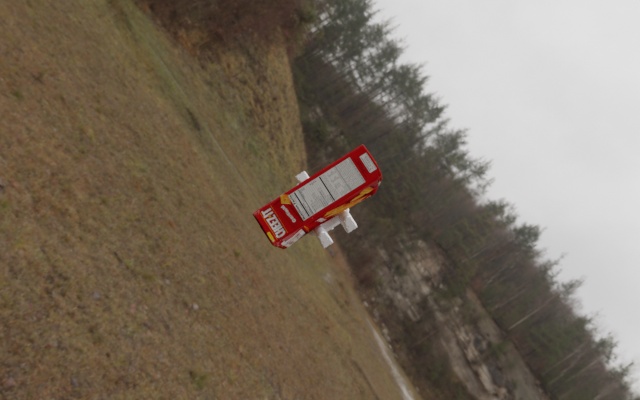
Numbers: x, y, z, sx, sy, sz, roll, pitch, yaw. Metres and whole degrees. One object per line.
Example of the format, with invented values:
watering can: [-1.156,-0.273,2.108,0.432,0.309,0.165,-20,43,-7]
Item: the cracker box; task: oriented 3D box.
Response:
cracker box: [0.000,0.003,0.840,0.213,0.072,0.164,-33,-8,-3]
